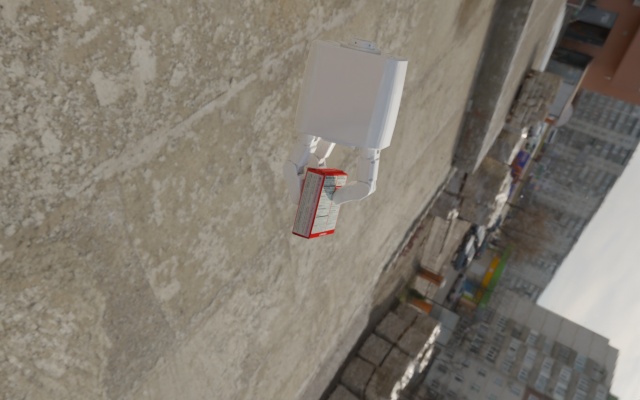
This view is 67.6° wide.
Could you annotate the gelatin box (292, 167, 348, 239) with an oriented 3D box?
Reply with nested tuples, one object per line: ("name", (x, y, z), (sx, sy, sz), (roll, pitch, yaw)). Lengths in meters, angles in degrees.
("gelatin box", (0.000, 0.003, 0.626), (0.030, 0.089, 0.073), (17, 10, 25))
